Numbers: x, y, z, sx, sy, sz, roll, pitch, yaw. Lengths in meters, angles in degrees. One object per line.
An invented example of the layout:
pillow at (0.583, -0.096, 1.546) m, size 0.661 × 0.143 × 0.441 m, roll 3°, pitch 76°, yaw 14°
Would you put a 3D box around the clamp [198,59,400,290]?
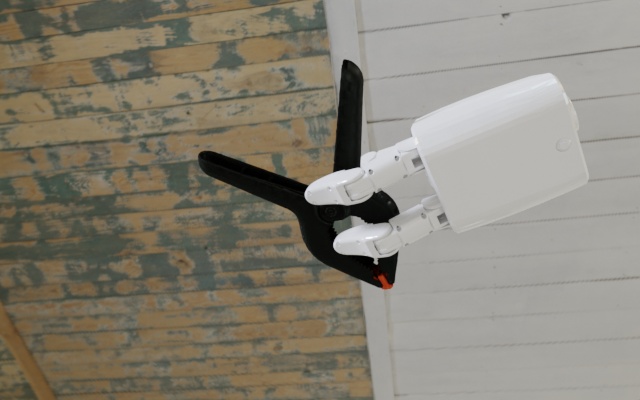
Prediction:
clamp at (0.001, 0.001, 0.433) m, size 0.164 × 0.210 × 0.036 m, roll -21°, pitch 24°, yaw 20°
